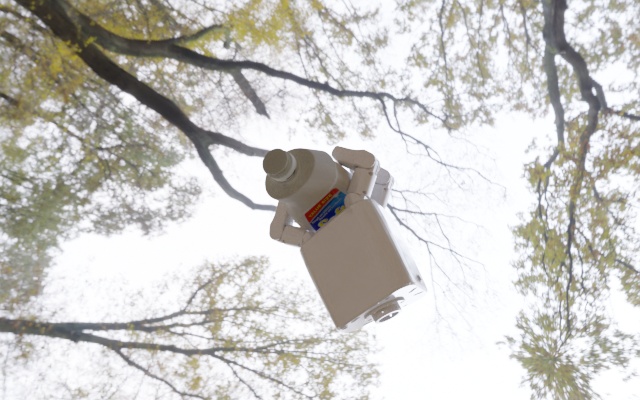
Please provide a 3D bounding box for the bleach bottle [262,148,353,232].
[{"bbox_3d":[0.000,0.002,0.579,0.102,0.068,0.251,-32,-28,13],"label":"bleach bottle"}]
